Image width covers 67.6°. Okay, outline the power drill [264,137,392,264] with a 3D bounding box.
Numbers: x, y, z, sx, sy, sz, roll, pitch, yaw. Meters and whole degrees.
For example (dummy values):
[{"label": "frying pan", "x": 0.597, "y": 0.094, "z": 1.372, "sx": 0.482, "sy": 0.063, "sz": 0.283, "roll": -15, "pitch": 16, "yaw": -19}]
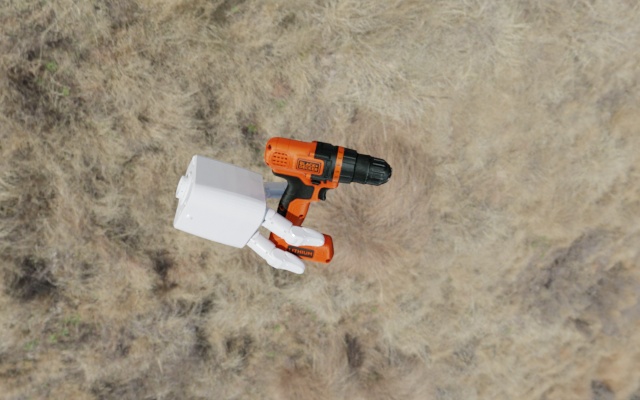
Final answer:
[{"label": "power drill", "x": 0.000, "y": 0.003, "z": 0.719, "sx": 0.184, "sy": 0.188, "sz": 0.057, "roll": 12, "pitch": 28, "yaw": 1}]
